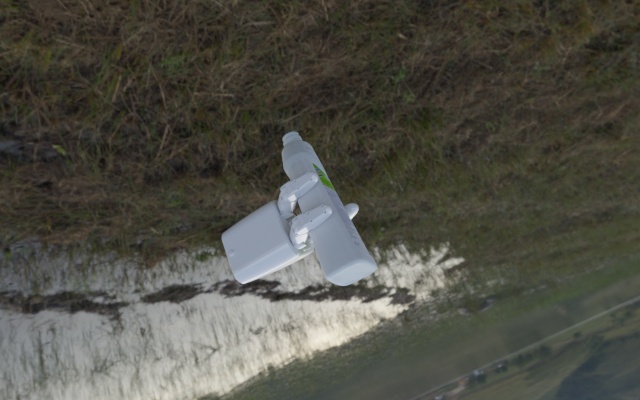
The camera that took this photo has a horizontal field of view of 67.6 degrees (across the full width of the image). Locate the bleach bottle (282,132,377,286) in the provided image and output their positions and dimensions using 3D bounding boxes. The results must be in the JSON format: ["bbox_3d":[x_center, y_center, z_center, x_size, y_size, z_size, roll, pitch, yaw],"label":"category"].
[{"bbox_3d":[0.000,0.002,0.739,0.068,0.250,0.102,-29,-25,11],"label":"bleach bottle"}]
